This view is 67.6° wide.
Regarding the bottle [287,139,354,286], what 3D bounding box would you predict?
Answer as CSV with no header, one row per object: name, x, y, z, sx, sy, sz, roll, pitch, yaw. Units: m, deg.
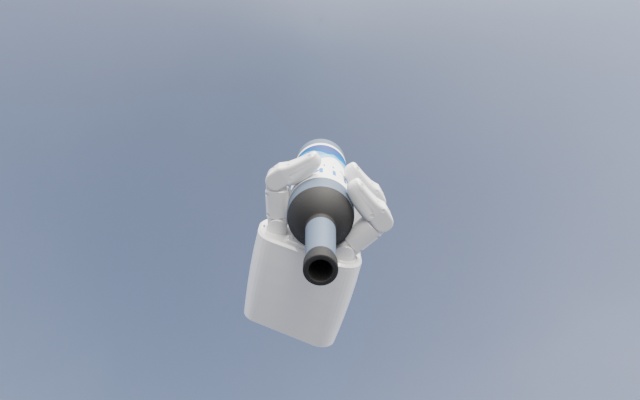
bottle,0.000,0.001,0.501,0.069,0.069,0.295,0,21,0
